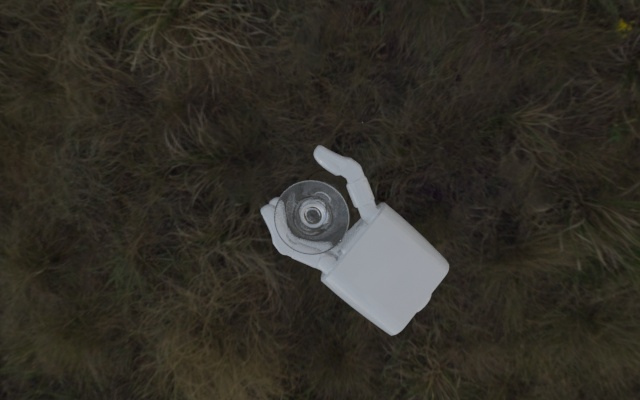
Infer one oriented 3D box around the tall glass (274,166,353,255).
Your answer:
[{"bbox_3d":[0.000,0.002,0.563,0.079,0.079,0.201,0,9,5],"label":"tall glass"}]
